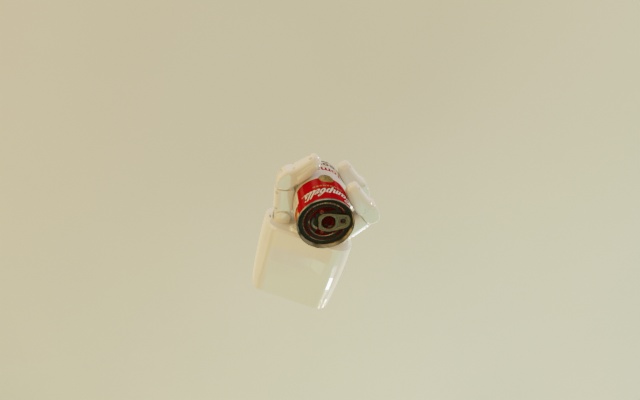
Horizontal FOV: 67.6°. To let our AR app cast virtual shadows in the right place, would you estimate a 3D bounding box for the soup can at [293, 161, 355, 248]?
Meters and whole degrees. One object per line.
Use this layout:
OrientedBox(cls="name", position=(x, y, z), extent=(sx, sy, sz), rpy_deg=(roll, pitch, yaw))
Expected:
OrientedBox(cls="soup can", position=(0.000, 0.001, 0.588), extent=(0.068, 0.068, 0.102), rpy_deg=(0, 31, -8))
